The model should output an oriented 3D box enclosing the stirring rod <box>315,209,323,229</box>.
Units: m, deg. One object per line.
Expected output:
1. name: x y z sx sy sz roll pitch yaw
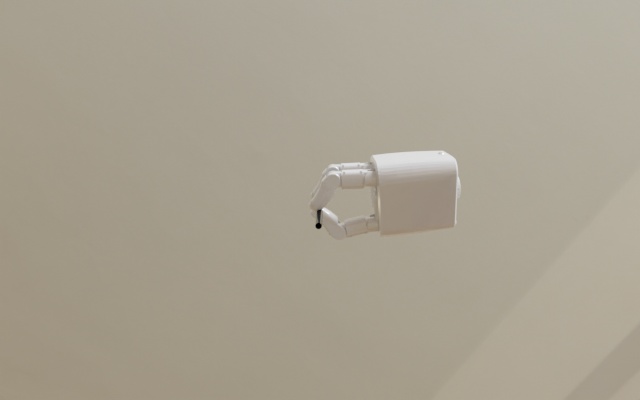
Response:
1. stirring rod: 0.000 0.002 0.692 0.011 0.011 0.239 0 14 1
